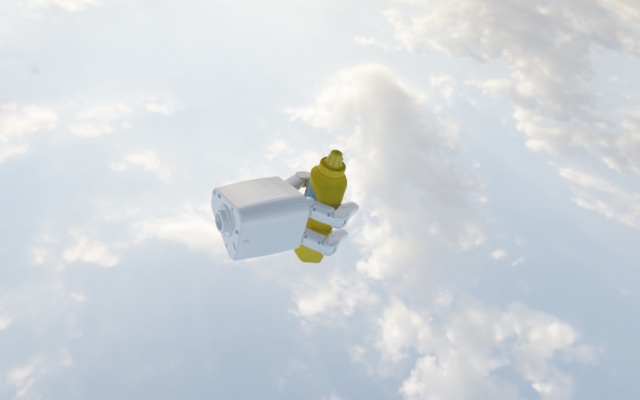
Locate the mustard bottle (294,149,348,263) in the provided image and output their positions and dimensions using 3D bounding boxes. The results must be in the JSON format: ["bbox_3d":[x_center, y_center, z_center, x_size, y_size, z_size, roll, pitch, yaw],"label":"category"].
[{"bbox_3d":[0.000,0.003,0.753,0.058,0.192,0.096,7,38,-14],"label":"mustard bottle"}]
